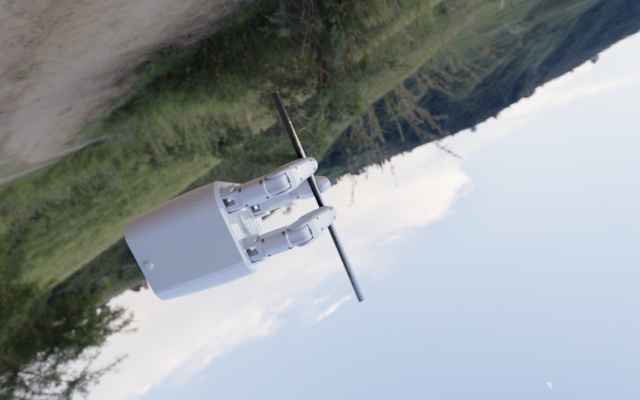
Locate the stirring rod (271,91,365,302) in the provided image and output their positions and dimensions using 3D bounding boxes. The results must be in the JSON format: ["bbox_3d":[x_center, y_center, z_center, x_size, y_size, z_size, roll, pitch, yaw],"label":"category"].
[{"bbox_3d":[0.000,0.002,0.498,0.011,0.239,0.011,-21,14,5],"label":"stirring rod"}]
